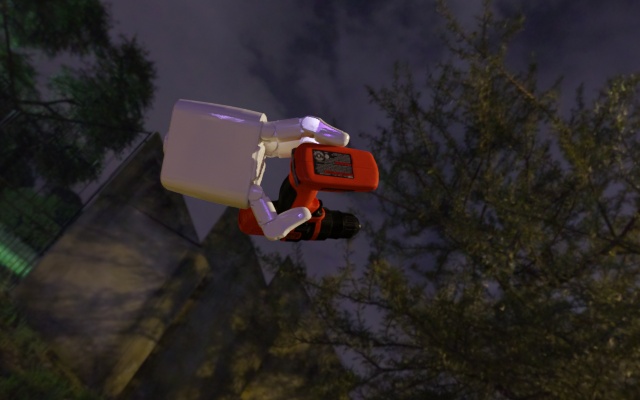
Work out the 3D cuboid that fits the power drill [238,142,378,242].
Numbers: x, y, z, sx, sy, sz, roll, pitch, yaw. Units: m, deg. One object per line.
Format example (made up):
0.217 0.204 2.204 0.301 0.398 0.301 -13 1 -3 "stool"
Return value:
0.000 0.002 0.632 0.184 0.057 0.188 4 -30 -24 "power drill"
